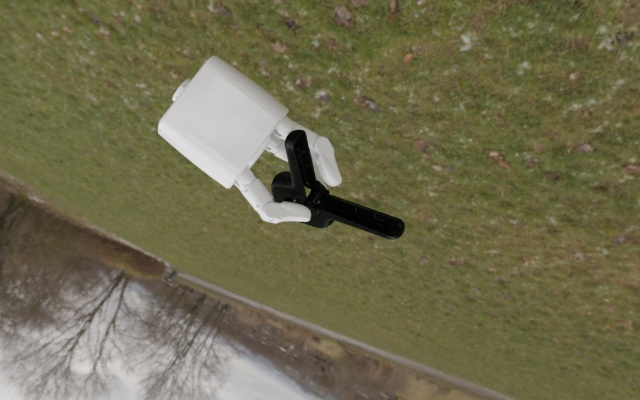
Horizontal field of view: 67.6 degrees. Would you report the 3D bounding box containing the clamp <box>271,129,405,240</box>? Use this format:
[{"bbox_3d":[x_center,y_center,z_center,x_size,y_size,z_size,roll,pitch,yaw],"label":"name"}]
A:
[{"bbox_3d":[-0.001,0.002,0.582,0.164,0.036,0.210,40,-21,-8],"label":"clamp"}]
